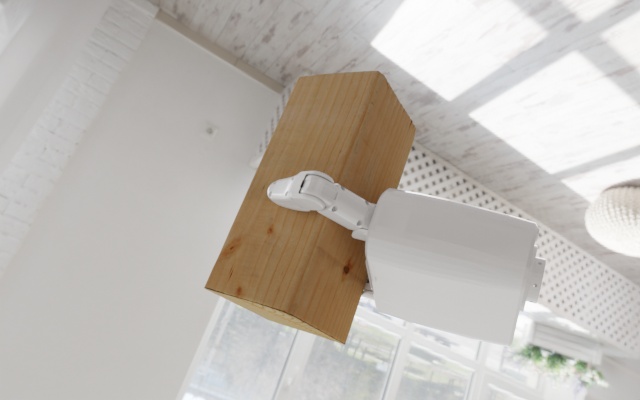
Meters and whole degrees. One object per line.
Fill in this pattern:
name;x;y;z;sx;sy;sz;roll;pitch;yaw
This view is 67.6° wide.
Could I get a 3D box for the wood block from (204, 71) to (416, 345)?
wood block;0.000;0.001;0.409;0.090;0.206;0.091;7;-24;36
